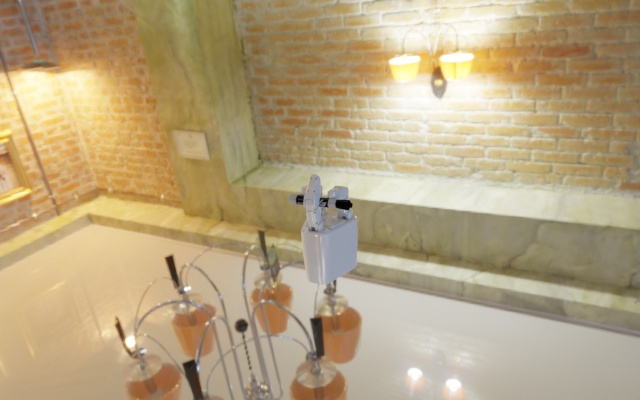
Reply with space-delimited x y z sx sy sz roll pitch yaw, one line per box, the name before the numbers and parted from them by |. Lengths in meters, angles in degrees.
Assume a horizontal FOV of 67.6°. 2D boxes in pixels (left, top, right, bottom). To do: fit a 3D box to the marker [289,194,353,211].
marker | 0.000 0.003 0.846 0.121 0.020 0.020 6 3 26
